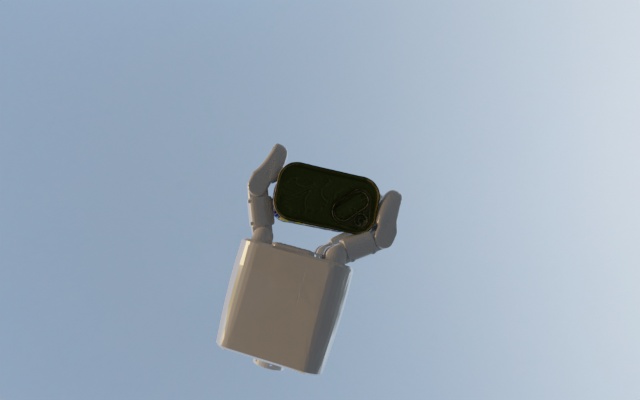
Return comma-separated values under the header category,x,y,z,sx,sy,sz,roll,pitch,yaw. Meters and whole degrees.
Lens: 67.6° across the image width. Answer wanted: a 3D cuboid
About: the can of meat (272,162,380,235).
category,x,y,z,sx,sy,sz,roll,pitch,yaw
can of meat,0.000,0.002,0.497,0.102,0.057,0.084,12,-7,-9
